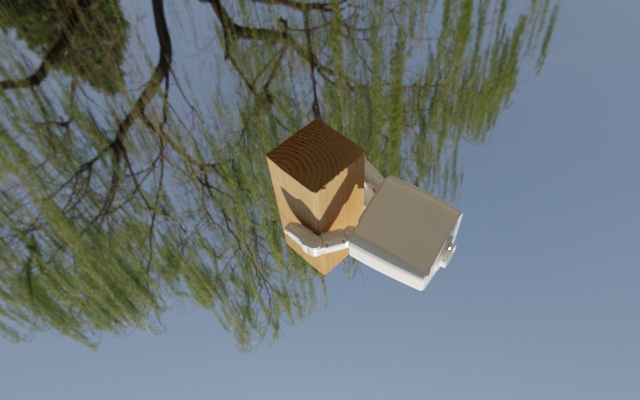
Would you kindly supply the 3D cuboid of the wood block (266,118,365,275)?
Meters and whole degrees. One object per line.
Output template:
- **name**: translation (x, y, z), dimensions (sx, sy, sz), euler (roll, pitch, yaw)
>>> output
- **wood block**: translation (0.000, 0.003, 0.663), dimensions (0.091, 0.206, 0.090), euler (-40, 60, -22)
